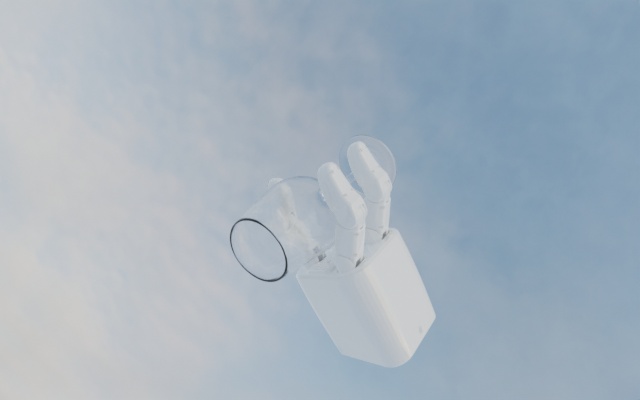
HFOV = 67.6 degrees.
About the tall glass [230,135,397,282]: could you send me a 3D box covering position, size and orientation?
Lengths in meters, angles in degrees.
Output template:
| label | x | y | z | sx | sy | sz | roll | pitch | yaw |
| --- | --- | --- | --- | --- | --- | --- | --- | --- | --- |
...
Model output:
| label | x | y | z | sx | sy | sz | roll | pitch | yaw |
| --- | --- | --- | --- | --- | --- | --- | --- | --- | --- |
| tall glass | 0.000 | 0.001 | 0.474 | 0.079 | 0.079 | 0.201 | 0 | 24 | 36 |
